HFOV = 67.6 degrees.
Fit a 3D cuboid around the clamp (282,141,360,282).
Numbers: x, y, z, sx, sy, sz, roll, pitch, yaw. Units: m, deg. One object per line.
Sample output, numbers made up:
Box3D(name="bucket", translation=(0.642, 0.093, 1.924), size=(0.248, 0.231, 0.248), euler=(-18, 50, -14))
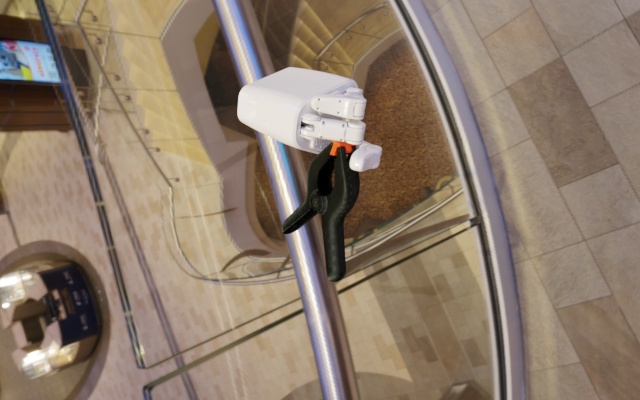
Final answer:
Box3D(name="clamp", translation=(0.000, 0.002, 0.590), size=(0.120, 0.171, 0.039), euler=(27, 24, 38))
